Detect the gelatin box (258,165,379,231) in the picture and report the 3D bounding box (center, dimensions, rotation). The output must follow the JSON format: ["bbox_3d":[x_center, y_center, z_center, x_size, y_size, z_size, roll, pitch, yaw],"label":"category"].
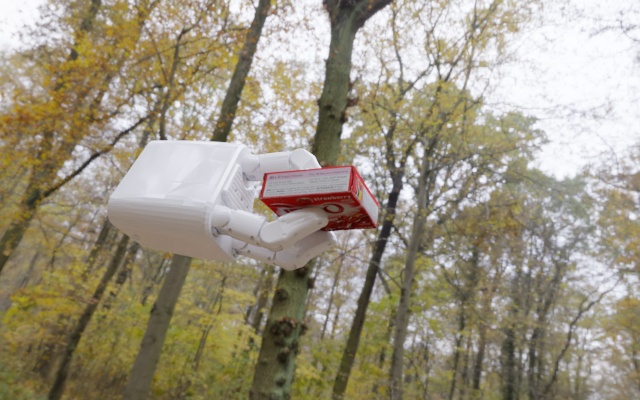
[{"bbox_3d":[0.000,0.001,0.434,0.089,0.030,0.073,-4,-29,23],"label":"gelatin box"}]
